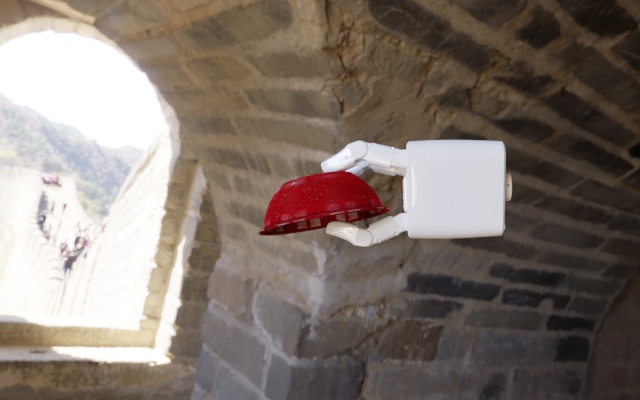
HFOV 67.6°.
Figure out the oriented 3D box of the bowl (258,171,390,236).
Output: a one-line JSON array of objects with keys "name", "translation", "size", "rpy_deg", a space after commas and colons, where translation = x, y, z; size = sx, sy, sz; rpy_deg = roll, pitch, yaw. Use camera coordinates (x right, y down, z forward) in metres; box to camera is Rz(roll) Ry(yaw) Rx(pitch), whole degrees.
[{"name": "bowl", "translation": [-0.001, 0.002, 0.585], "size": [0.162, 0.055, 0.162], "rpy_deg": [-11, -8, -1]}]
